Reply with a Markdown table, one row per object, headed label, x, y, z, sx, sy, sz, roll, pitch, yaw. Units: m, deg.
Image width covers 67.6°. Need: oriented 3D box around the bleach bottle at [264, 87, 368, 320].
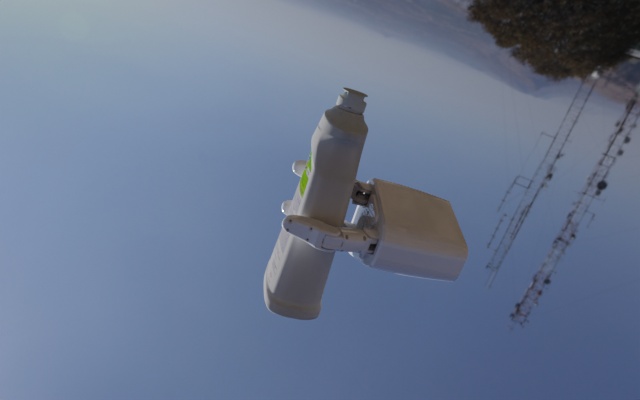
| label | x | y | z | sx | sy | sz | roll | pitch | yaw |
| --- | --- | --- | --- | --- | --- | --- | --- | --- | --- |
| bleach bottle | 0.000 | 0.002 | 0.533 | 0.068 | 0.251 | 0.102 | 13 | 21 | -14 |
